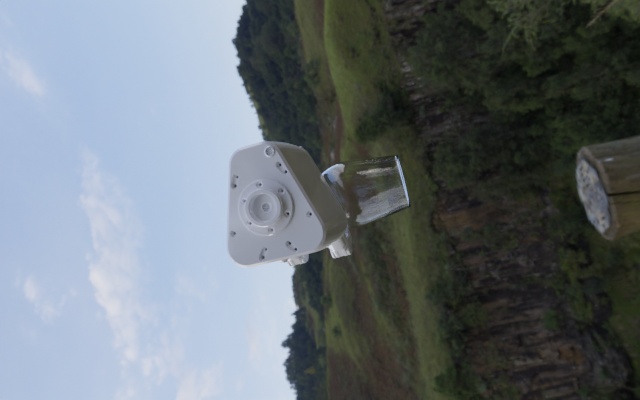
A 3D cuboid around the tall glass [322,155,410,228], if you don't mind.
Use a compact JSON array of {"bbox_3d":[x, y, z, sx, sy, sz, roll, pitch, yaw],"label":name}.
[{"bbox_3d":[-0.001,0.002,0.562,0.201,0.079,0.079,-14,-3,11],"label":"tall glass"}]
